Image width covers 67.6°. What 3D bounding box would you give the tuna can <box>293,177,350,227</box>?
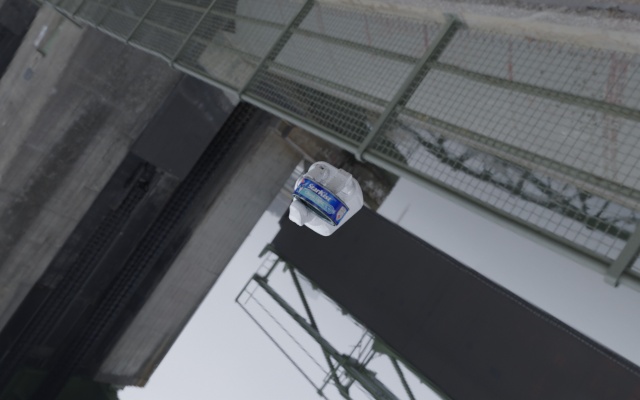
[{"bbox_3d":[0.000,0.003,0.727,0.086,0.033,0.086,36,-8,6],"label":"tuna can"}]
